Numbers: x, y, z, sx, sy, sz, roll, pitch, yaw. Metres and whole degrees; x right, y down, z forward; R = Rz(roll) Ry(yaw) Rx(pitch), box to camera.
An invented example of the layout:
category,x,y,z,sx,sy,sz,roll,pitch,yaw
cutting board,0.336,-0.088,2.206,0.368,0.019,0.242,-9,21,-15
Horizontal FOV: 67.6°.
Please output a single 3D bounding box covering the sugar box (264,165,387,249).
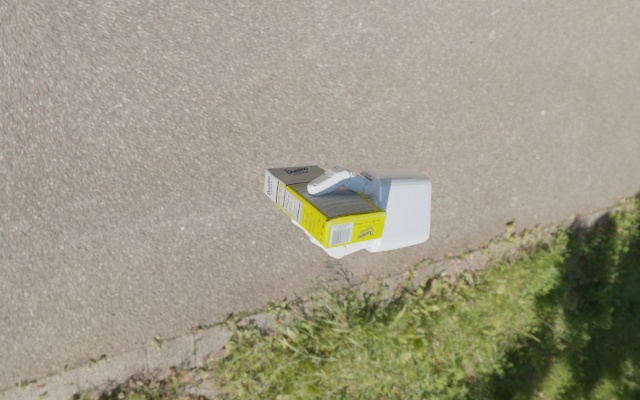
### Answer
category,x,y,z,sx,sy,sz,roll,pitch,yaw
sugar box,0.000,0.003,0.666,0.093,0.048,0.176,-7,25,-32
